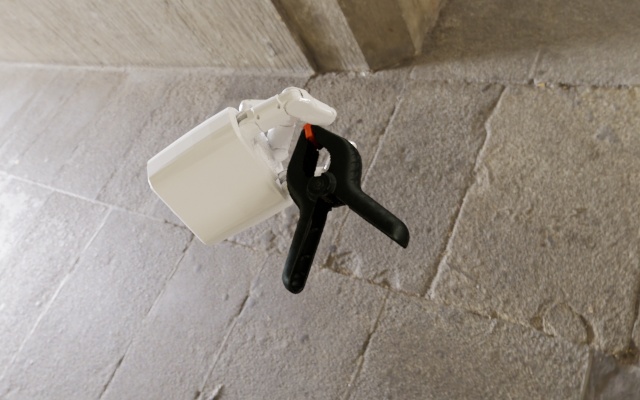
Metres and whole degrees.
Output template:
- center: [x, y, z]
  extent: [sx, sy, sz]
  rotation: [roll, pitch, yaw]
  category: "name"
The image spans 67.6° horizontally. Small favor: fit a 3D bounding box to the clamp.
- center: [0.000, 0.001, 0.448]
  extent: [0.120, 0.171, 0.039]
  rotation: [-29, -40, 9]
  category: "clamp"
